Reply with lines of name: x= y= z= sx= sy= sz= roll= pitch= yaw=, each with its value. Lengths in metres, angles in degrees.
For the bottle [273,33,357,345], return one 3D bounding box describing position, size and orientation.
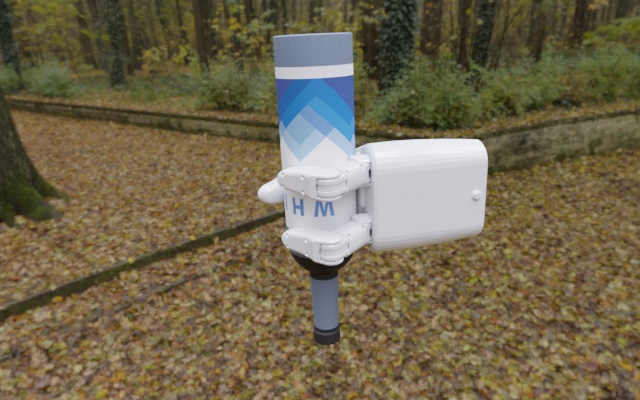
bottle: x=0.000 y=0.001 z=0.444 sx=0.069 sy=0.296 sz=0.069 roll=-2 pitch=18 yaw=1
